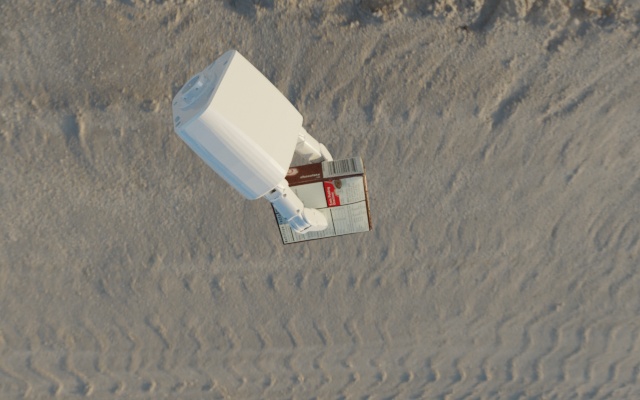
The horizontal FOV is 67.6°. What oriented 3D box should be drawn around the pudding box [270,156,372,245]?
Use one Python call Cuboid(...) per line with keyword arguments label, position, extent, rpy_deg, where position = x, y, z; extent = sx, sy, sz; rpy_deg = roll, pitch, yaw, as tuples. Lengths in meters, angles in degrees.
Cuboid(label="pudding box", position=(0.000, 0.002, 0.559), extent=(0.113, 0.090, 0.039), rpy_deg=(-8, 40, 4))
